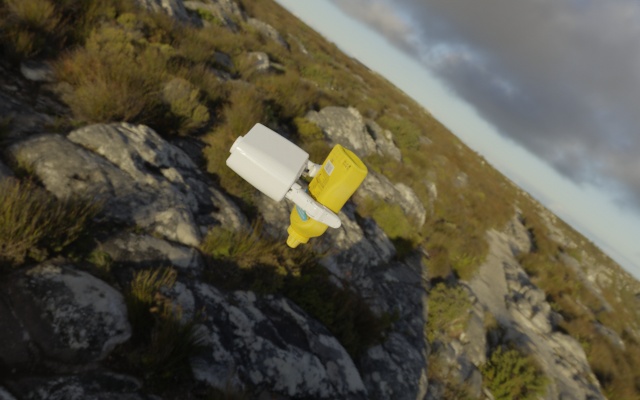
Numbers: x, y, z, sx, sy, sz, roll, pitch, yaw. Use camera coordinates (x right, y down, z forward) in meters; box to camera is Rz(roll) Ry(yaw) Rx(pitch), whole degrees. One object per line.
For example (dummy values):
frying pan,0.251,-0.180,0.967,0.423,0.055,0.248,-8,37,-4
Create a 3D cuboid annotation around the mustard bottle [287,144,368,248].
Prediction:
mustard bottle,0.001,0.003,0.815,0.058,0.192,0.096,27,18,-29
